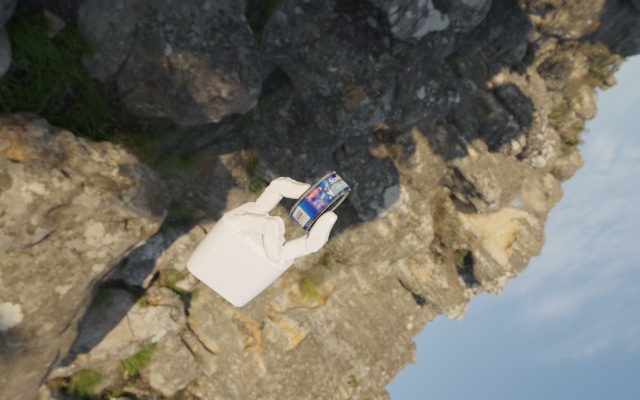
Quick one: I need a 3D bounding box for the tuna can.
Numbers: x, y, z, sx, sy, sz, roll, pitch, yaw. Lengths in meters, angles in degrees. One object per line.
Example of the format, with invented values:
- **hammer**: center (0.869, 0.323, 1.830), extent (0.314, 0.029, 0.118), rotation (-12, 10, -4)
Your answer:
- **tuna can**: center (0.001, 0.002, 0.645), extent (0.086, 0.033, 0.086), rotation (-43, -8, -8)
